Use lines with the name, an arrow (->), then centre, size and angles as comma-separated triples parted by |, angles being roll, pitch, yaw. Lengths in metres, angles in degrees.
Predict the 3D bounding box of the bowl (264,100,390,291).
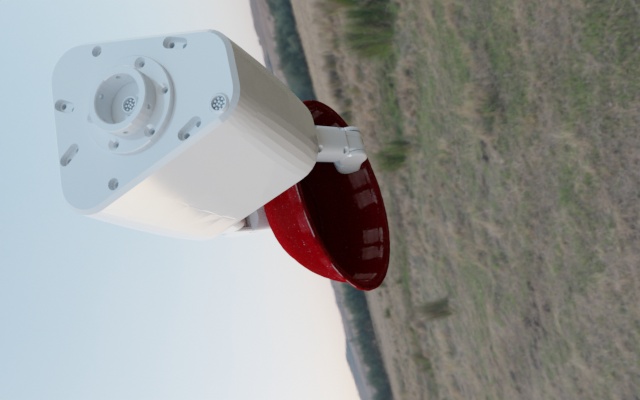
bowl -> 0.000, 0.002, 0.402 | 0.055, 0.162, 0.162 | -20, -9, 26
